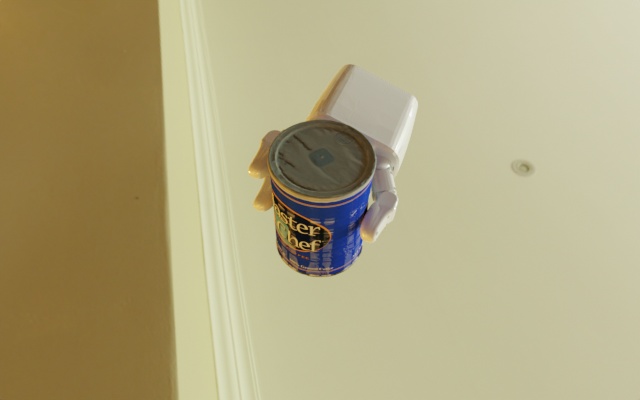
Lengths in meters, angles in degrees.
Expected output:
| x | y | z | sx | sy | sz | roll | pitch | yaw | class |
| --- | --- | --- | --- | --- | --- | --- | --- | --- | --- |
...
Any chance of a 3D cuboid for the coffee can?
| x | y | z | sx | sy | sz | roll | pitch | yaw | class |
| --- | --- | --- | --- | --- | --- | --- | --- | --- | --- |
| 0.000 | 0.002 | 0.502 | 0.103 | 0.102 | 0.140 | 0 | -39 | -1 | coffee can |
